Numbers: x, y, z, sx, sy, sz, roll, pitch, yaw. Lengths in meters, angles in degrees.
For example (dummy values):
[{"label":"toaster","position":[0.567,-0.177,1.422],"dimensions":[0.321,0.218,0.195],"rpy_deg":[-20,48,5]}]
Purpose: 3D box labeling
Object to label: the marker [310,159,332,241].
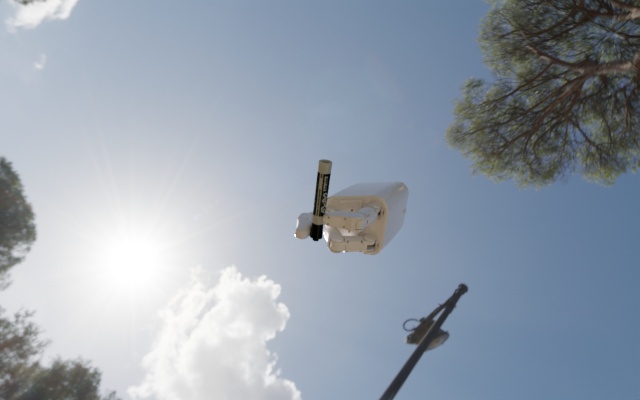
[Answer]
[{"label":"marker","position":[0.000,0.002,0.669],"dimensions":[0.020,0.121,0.020],"rpy_deg":[6,23,-2]}]
